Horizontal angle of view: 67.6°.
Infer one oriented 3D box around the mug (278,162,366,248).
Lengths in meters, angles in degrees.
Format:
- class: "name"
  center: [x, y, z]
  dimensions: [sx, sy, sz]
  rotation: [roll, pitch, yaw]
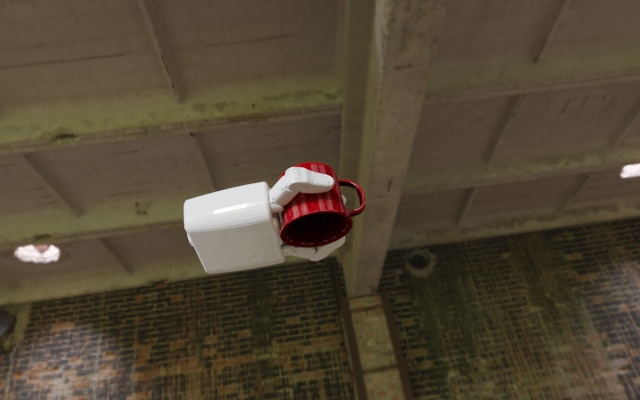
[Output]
- class: "mug"
  center: [0.001, 0.002, 0.623]
  dimensions: [0.117, 0.081, 0.093]
  rotation: [-11, -31, -1]
